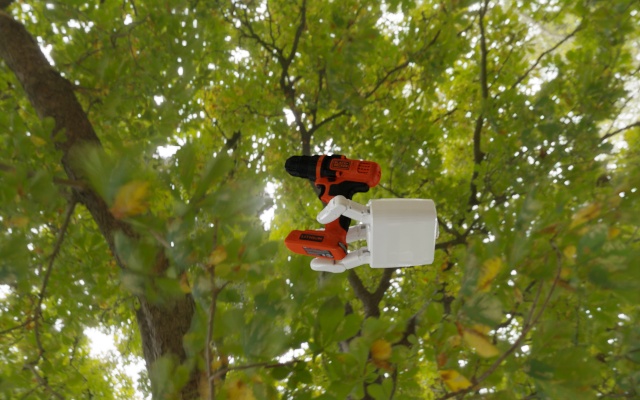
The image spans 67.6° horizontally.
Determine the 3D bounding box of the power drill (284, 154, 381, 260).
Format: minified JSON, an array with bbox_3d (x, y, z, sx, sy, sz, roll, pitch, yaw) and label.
[{"bbox_3d":[0.000,0.003,0.838,0.184,0.187,0.057,7,-24,24],"label":"power drill"}]
